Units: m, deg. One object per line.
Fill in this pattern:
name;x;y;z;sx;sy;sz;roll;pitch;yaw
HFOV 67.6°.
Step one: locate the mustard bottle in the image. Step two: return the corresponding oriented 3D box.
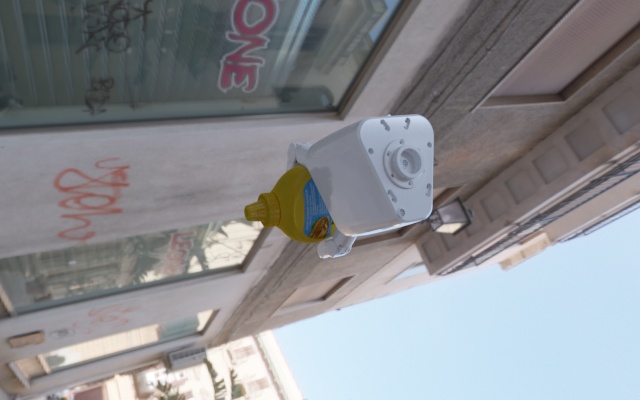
mustard bottle;0.000;0.002;0.584;0.191;0.096;0.058;-9;20;-28
